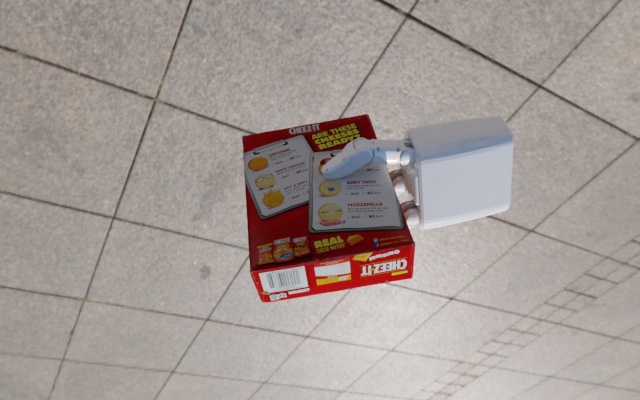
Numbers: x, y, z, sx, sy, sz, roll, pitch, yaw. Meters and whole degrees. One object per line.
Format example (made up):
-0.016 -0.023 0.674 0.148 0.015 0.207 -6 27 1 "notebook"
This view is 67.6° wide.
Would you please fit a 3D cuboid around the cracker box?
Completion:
0.000 0.002 0.550 0.164 0.213 0.072 -10 -44 -2 "cracker box"
